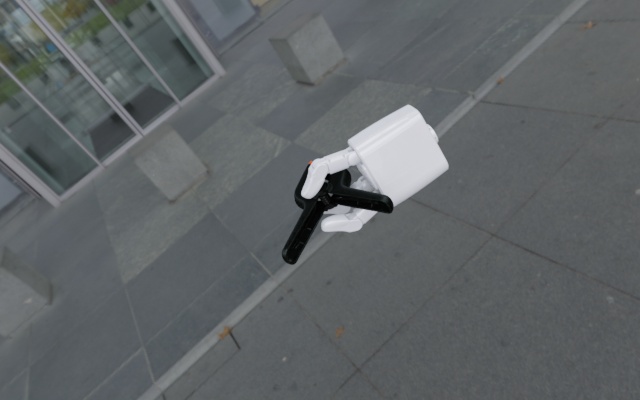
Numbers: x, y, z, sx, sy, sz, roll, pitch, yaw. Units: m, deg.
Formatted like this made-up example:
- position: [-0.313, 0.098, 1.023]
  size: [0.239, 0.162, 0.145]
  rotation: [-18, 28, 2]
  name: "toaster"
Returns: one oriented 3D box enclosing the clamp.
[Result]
- position: [0.000, 0.001, 0.707]
  size: [0.164, 0.036, 0.210]
  rotation: [-31, 31, 0]
  name: "clamp"
